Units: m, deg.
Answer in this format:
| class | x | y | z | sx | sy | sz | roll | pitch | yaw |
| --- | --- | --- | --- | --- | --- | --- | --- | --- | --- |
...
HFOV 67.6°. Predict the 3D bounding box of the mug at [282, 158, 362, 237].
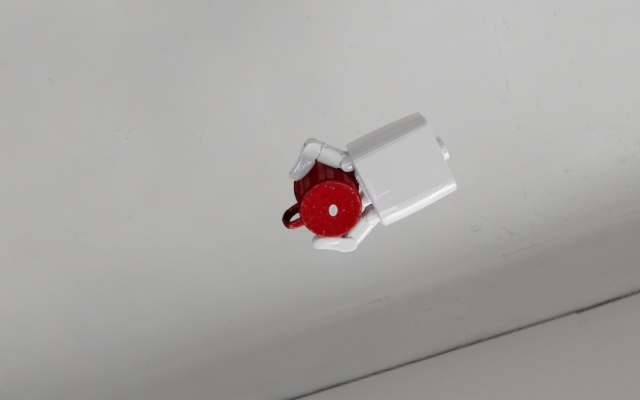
| class | x | y | z | sx | sy | sz | roll | pitch | yaw |
| --- | --- | --- | --- | --- | --- | --- | --- | --- | --- |
| mug | -0.001 | 0.003 | 0.634 | 0.117 | 0.093 | 0.081 | -27 | 22 | 8 |
